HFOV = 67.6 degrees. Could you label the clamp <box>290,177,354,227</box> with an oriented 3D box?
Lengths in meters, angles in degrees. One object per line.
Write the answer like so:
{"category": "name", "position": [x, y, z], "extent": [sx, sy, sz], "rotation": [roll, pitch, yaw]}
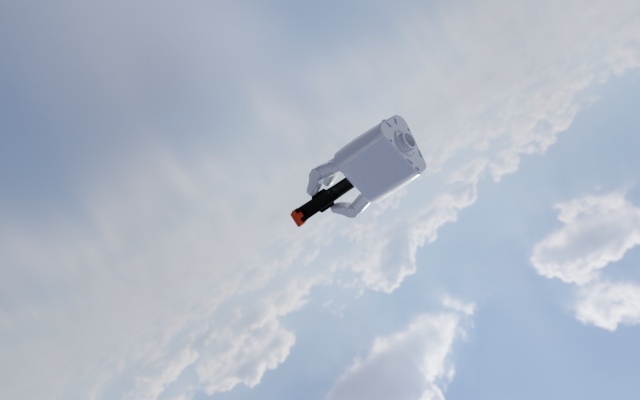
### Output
{"category": "clamp", "position": [0.000, 0.004, 0.884], "extent": [0.165, 0.036, 0.210], "rotation": [-35, 0, 40]}
